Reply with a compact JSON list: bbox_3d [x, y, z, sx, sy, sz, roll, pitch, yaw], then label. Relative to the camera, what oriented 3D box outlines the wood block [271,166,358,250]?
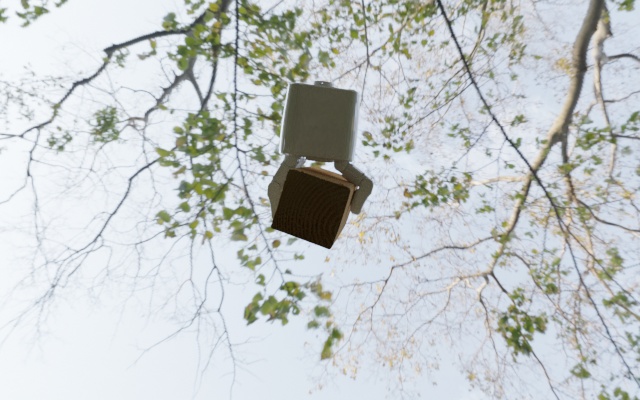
[{"bbox_3d":[0.001,0.002,0.741,0.091,0.090,0.206,19,8,6],"label":"wood block"}]
